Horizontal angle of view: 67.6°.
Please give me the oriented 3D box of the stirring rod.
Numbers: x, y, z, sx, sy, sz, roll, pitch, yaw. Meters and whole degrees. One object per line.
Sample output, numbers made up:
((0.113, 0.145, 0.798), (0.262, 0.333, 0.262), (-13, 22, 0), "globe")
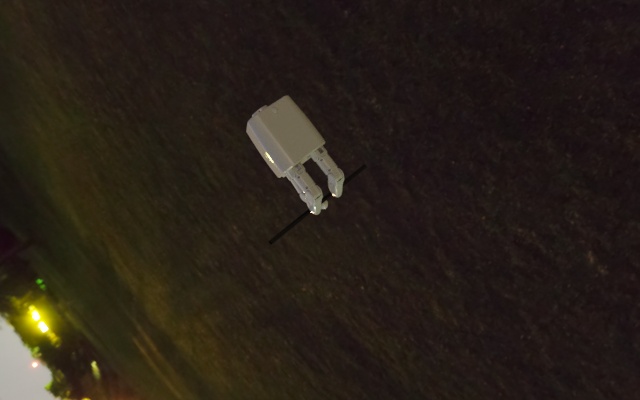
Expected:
((0.000, 0.003, 0.849), (0.239, 0.011, 0.011), (-39, 20, -26), "stirring rod")
